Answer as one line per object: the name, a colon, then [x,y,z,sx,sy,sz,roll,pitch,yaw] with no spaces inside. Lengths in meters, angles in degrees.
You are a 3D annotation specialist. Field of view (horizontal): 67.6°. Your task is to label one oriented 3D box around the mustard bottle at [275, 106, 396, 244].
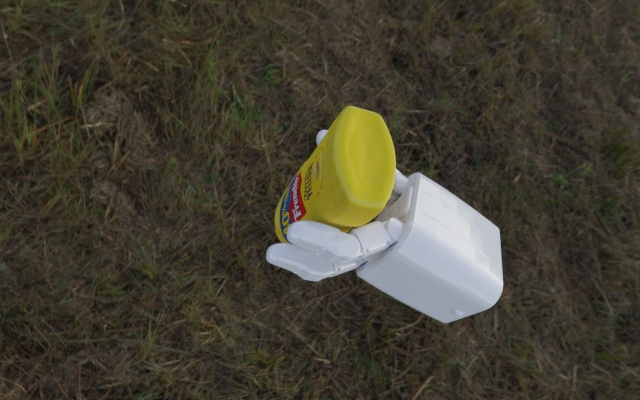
mustard bottle: [0.000,0.001,0.455,0.058,0.096,0.192,10,-28,-20]
